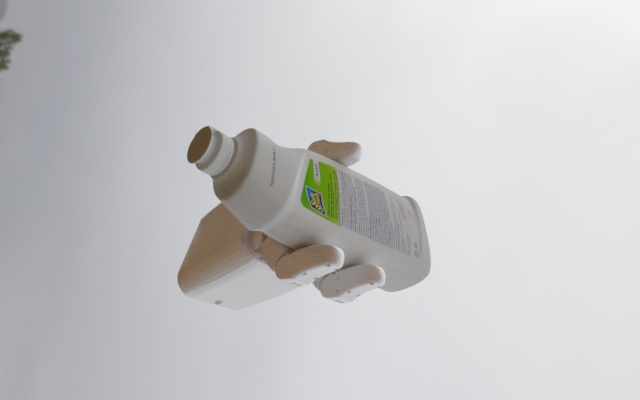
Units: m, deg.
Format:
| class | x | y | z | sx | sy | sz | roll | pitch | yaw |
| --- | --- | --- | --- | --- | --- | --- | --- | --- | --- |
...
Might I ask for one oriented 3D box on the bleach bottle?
| class | x | y | z | sx | sy | sz | roll | pitch | yaw |
| --- | --- | --- | --- | --- | --- | --- | --- | --- | --- |
| bleach bottle | 0.000 | 0.001 | 0.412 | 0.068 | 0.102 | 0.251 | -31 | -41 | 31 |
